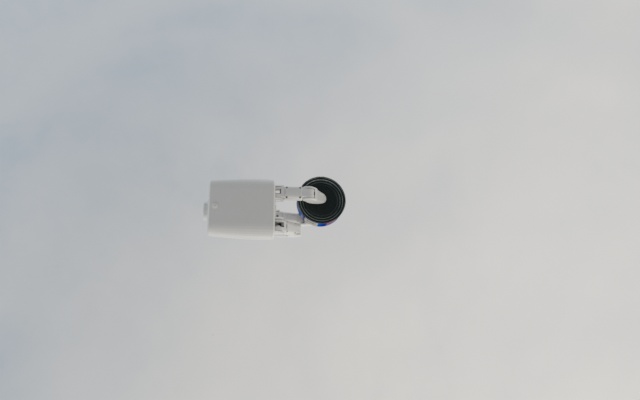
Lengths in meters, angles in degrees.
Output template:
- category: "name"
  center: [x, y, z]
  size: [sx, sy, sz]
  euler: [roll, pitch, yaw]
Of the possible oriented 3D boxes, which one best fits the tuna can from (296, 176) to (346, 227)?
- category: "tuna can"
  center: [0.000, 0.003, 0.849]
  size: [0.086, 0.086, 0.034]
  euler: [0, -15, -7]
